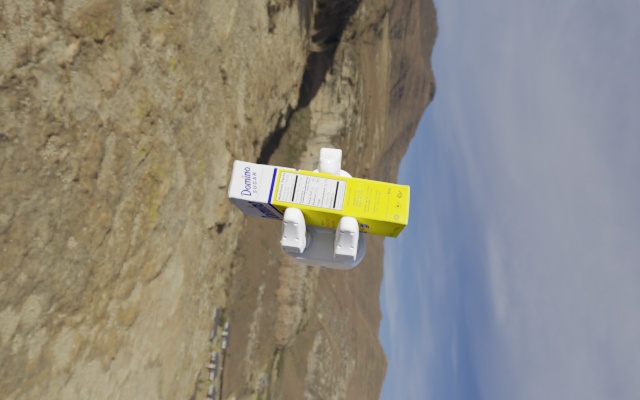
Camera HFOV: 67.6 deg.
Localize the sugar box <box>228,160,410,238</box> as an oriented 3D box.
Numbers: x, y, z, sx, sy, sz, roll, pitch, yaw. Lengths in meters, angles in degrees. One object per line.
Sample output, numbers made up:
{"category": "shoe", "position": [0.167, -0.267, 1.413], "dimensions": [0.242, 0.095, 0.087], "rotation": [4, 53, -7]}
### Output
{"category": "sugar box", "position": [0.000, 0.002, 0.503], "dimensions": [0.176, 0.048, 0.093], "rotation": [6, -13, 4]}
